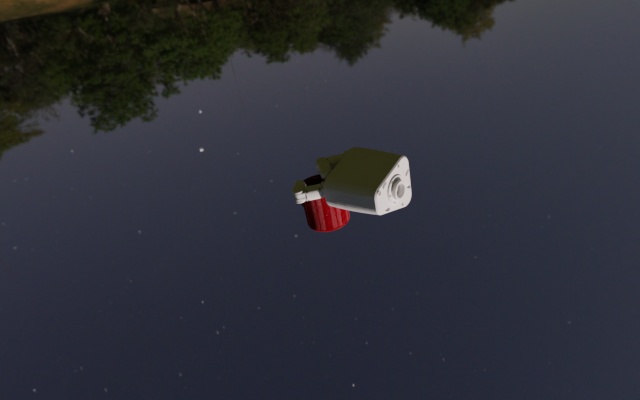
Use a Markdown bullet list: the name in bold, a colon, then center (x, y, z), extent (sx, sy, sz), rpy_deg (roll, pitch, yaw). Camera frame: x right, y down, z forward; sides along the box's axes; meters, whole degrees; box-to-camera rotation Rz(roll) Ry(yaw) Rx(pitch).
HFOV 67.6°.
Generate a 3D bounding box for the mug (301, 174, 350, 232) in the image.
- **mug**: center (-0.001, 0.003, 0.895), extent (0.117, 0.081, 0.093), rpy_deg (13, 35, 40)
